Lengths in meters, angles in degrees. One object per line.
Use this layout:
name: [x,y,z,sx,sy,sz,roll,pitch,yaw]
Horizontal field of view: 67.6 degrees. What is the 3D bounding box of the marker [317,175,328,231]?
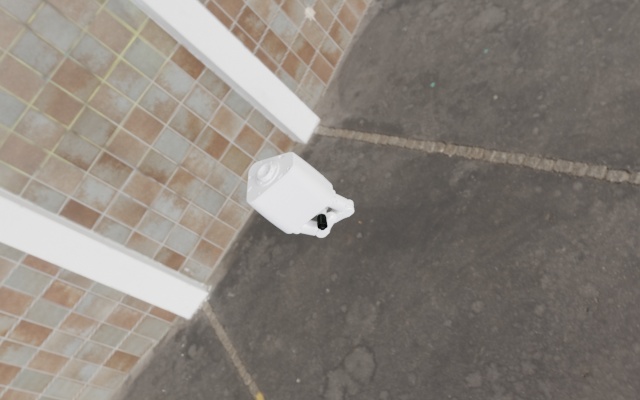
marker: [0.000,0.003,0.851,0.020,0.121,0.020,-2,-40,-2]
